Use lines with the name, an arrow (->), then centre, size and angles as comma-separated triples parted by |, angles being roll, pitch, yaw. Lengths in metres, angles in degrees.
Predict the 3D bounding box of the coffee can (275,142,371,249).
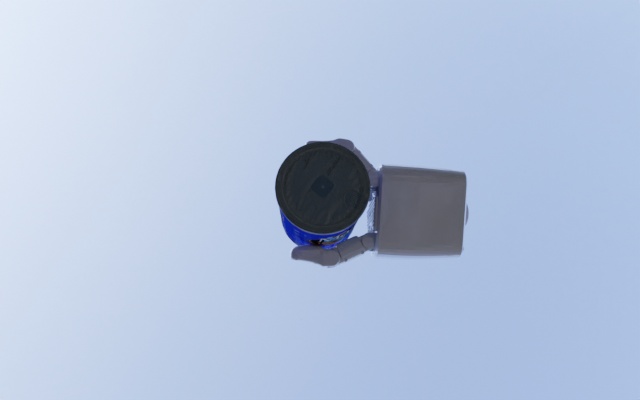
coffee can -> 0.000, 0.002, 0.575 | 0.103, 0.102, 0.140 | 0, -14, -2
